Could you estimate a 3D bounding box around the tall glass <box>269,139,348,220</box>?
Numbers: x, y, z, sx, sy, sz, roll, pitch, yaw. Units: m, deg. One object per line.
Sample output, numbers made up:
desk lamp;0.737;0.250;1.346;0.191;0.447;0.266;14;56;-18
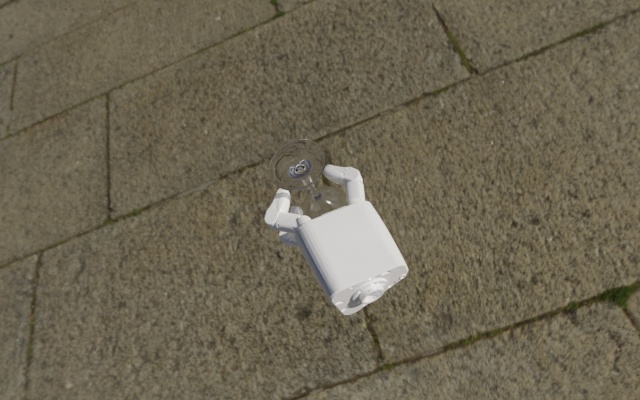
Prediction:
tall glass;0.000;0.002;0.670;0.079;0.079;0.201;0;-28;19
